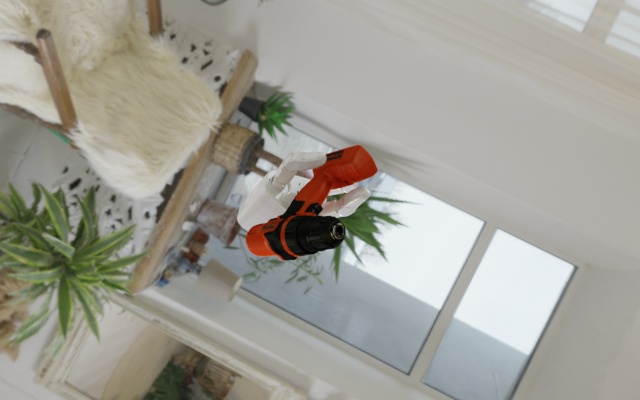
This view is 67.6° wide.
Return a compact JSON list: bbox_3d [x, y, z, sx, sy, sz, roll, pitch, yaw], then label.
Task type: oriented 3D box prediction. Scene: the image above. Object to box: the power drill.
[{"bbox_3d":[0.000,0.002,0.649,0.184,0.057,0.187,-9,32,49],"label":"power drill"}]
